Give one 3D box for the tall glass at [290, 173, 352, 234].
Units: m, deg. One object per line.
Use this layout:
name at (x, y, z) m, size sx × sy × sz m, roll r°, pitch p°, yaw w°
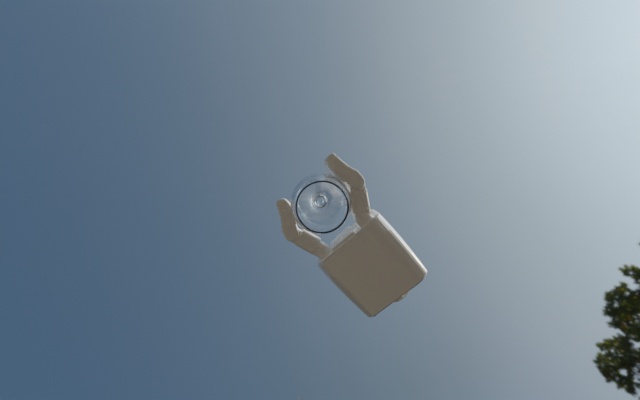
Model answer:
tall glass at (0.000, 0.002, 0.649) m, size 0.079 × 0.079 × 0.201 m, roll 0°, pitch 3°, yaw -1°
